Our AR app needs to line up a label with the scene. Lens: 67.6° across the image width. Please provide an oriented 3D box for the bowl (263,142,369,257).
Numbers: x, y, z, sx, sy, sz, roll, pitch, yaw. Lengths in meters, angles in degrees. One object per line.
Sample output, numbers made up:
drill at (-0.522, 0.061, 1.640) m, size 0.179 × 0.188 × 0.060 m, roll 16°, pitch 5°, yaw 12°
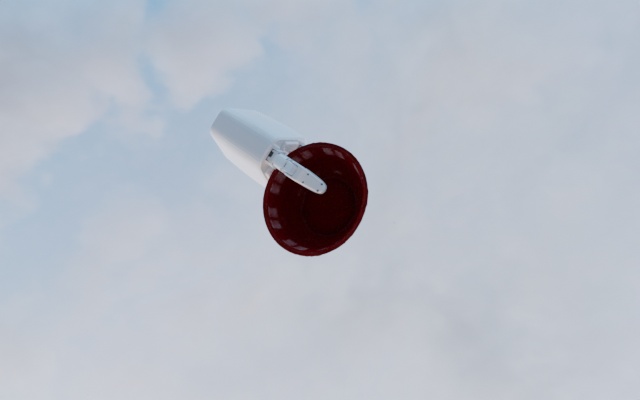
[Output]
bowl at (0.001, 0.003, 0.677) m, size 0.162 × 0.162 × 0.055 m, roll 0°, pitch -13°, yaw 27°
